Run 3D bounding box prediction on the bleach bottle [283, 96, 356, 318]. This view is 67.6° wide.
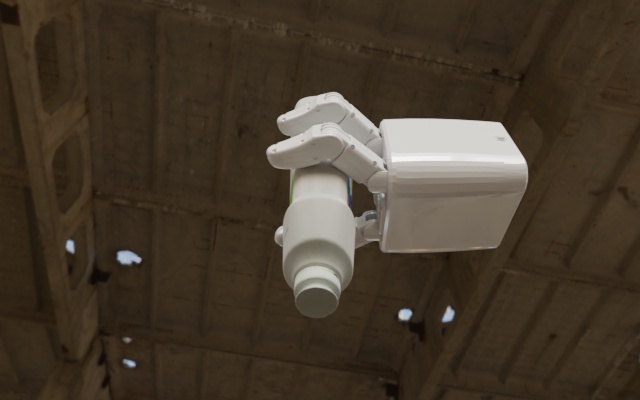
[{"bbox_3d":[0.000,0.001,0.415,0.068,0.103,0.250,1,35,1],"label":"bleach bottle"}]
